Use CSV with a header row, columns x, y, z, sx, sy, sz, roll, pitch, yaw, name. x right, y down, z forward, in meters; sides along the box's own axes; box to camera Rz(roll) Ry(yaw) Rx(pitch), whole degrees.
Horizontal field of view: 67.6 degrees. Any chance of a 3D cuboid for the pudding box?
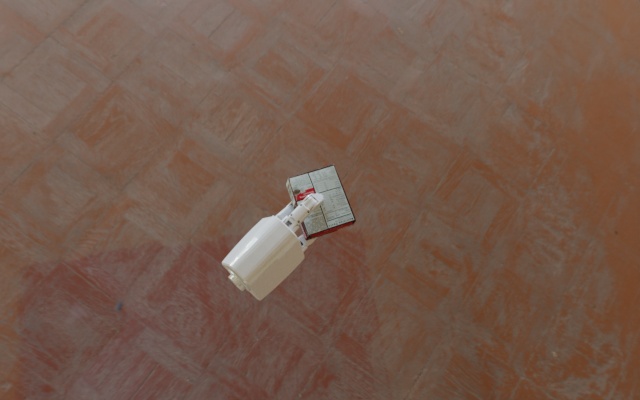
x,y,z,sx,sy,sz,roll,pitch,yaw,name
0.000,0.003,0.828,0.090,0.113,0.039,-17,-13,-12,pudding box
